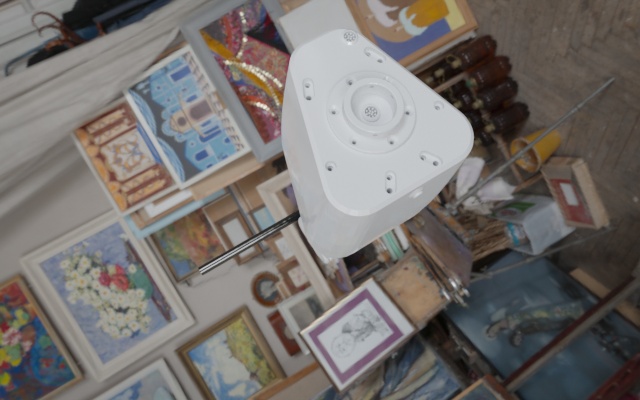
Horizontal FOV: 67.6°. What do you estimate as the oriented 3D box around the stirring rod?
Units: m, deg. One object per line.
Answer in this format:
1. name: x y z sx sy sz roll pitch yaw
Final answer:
1. stirring rod: 0.000 0.001 0.430 0.239 0.011 0.011 -30 7 -12
